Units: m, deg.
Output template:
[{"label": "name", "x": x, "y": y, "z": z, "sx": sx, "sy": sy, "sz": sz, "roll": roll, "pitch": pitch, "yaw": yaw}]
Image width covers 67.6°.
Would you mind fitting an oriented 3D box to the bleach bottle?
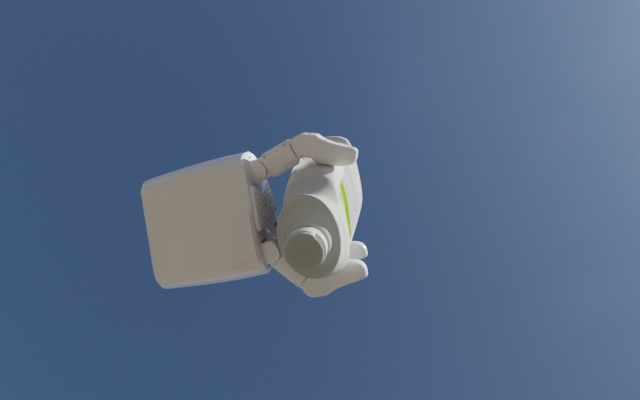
[{"label": "bleach bottle", "x": 0.000, "y": 0.002, "z": 0.455, "sx": 0.068, "sy": 0.102, "sz": 0.250, "roll": -13, "pitch": 11, "yaw": 9}]
